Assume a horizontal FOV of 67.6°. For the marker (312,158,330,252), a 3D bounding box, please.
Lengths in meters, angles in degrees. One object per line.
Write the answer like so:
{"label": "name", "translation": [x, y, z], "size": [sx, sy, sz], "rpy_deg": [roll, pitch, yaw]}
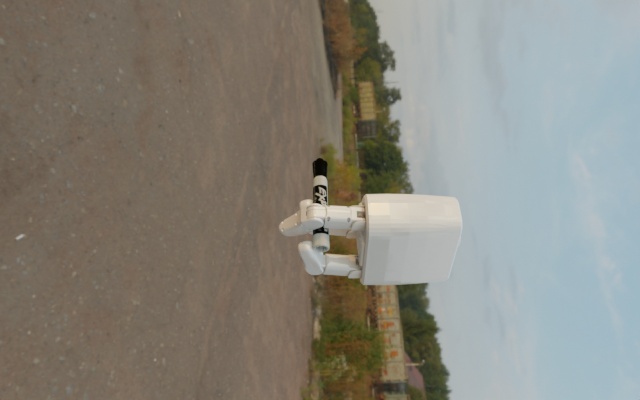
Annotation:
{"label": "marker", "translation": [0.000, 0.002, 0.557], "size": [0.020, 0.121, 0.020], "rpy_deg": [-1, -31, 0]}
